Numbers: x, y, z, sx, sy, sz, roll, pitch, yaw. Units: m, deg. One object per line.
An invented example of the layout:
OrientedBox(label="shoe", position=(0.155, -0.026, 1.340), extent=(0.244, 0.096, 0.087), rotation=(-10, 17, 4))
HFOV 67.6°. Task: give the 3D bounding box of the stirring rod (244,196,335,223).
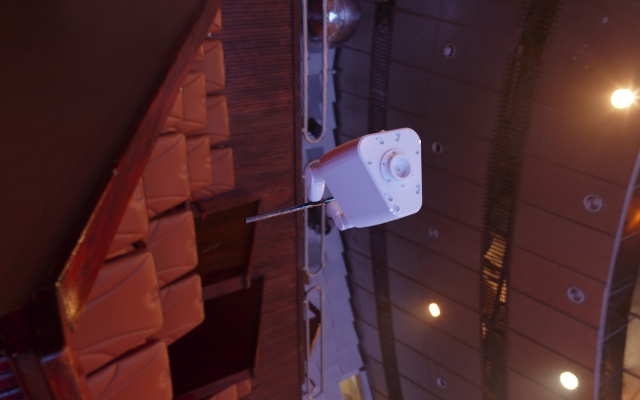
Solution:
OrientedBox(label="stirring rod", position=(0.000, 0.002, 0.720), extent=(0.239, 0.011, 0.011), rotation=(-14, 6, -26))
